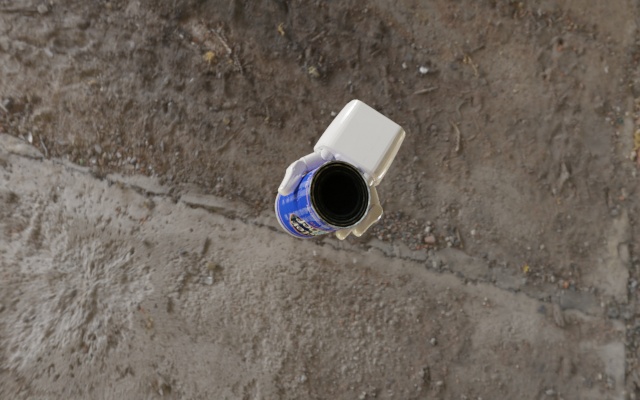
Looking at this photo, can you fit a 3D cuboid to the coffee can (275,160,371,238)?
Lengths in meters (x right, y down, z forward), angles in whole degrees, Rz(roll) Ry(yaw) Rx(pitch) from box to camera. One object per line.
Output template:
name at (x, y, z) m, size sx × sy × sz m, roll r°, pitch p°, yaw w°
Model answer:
coffee can at (0.000, 0.003, 0.756) m, size 0.103 × 0.103 × 0.140 m, roll 0°, pitch -9°, yaw -26°
